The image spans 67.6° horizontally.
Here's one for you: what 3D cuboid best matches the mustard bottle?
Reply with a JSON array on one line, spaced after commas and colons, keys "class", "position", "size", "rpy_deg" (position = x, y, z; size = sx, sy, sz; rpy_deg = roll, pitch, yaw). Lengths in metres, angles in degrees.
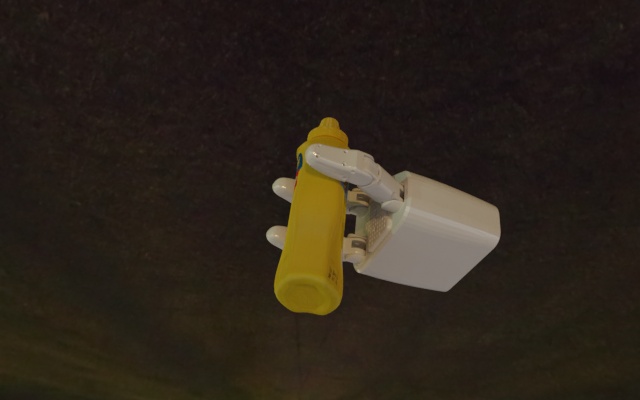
[{"class": "mustard bottle", "position": [0.000, 0.002, 0.447], "size": [0.058, 0.191, 0.096], "rpy_deg": [5, -30, 5]}]
